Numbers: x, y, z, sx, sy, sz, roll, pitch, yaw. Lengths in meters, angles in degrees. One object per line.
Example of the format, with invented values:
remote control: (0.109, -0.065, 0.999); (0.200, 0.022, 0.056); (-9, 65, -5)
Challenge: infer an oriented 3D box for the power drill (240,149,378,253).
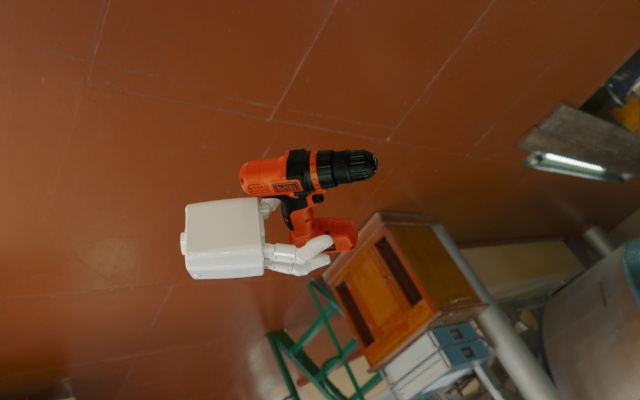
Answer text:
power drill: (0.000, 0.003, 0.675); (0.184, 0.057, 0.188); (-4, -40, 15)
